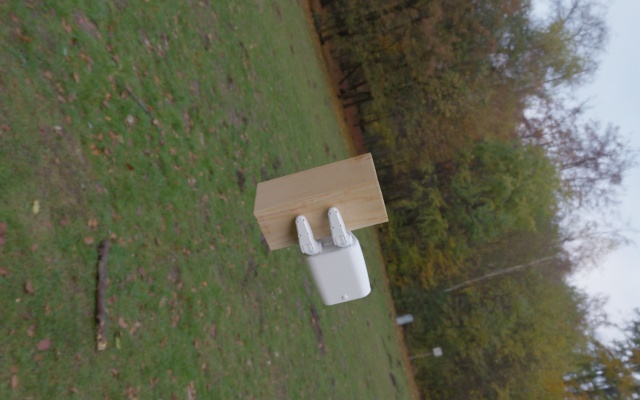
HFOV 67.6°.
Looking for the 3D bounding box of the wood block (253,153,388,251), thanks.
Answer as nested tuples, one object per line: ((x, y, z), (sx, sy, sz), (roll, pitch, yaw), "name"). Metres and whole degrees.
((0.000, 0.003, 0.815), (0.206, 0.090, 0.090), (-15, 34, 8), "wood block")
